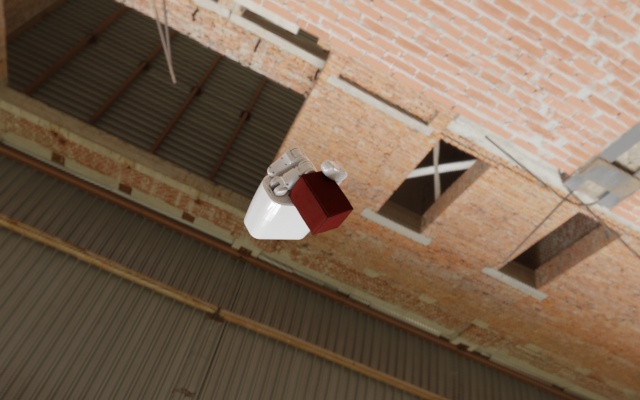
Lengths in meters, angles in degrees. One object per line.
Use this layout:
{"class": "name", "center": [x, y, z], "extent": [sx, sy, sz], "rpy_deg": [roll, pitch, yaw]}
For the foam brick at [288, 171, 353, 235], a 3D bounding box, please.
{"class": "foam brick", "center": [0.000, 0.002, 0.702], "extent": [0.053, 0.078, 0.051], "rpy_deg": [-13, -29, -40]}
